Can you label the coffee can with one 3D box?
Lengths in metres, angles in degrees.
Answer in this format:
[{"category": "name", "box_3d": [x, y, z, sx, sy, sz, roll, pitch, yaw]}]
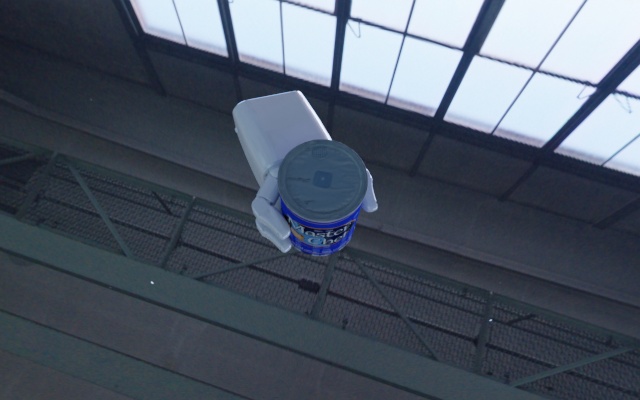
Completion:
[{"category": "coffee can", "box_3d": [0.000, 0.002, 0.600, 0.103, 0.102, 0.140, 0, -23, -2]}]
